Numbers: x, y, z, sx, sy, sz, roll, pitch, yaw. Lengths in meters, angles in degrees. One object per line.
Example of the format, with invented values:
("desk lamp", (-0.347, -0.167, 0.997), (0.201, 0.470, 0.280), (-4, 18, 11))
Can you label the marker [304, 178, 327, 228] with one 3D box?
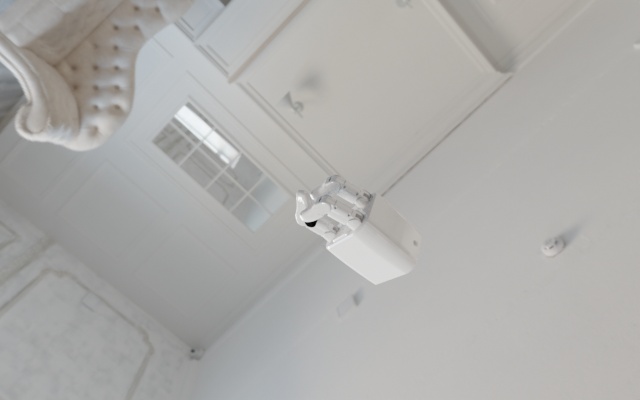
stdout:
("marker", (0.000, 0.002, 0.768), (0.020, 0.020, 0.121), (0, 35, 20))
